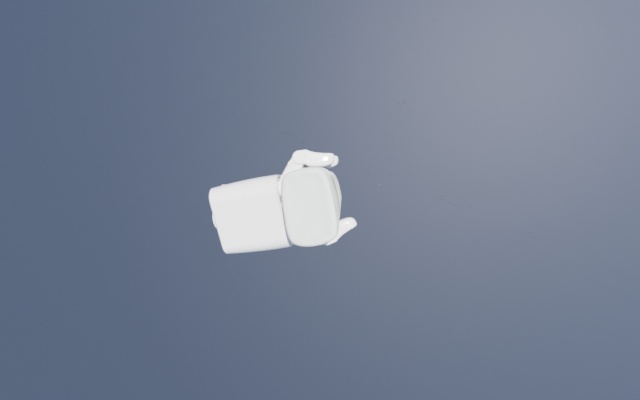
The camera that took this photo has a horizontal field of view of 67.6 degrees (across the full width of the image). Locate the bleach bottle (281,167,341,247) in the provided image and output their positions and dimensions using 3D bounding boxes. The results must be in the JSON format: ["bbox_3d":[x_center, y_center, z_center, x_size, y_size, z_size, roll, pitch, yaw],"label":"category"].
[{"bbox_3d":[0.000,0.002,0.714,0.068,0.102,0.251,-9,1,7],"label":"bleach bottle"}]
